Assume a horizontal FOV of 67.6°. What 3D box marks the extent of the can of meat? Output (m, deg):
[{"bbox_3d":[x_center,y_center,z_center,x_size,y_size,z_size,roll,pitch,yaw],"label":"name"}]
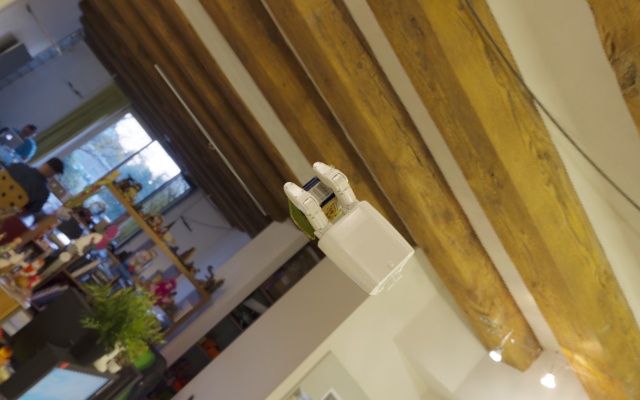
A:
[{"bbox_3d":[0.000,0.002,0.746,0.084,0.057,0.102,-40,-20,-17],"label":"can of meat"}]
